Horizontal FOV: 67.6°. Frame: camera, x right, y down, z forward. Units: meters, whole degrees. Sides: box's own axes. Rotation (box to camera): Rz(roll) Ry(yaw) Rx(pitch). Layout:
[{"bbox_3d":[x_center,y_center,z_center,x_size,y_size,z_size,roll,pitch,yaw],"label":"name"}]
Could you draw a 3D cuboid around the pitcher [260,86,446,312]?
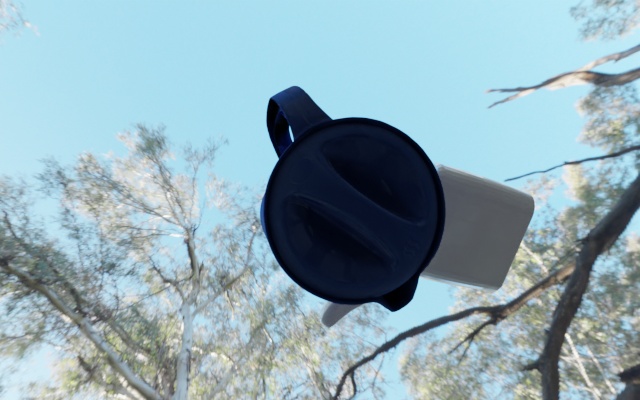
[{"bbox_3d":[0.000,0.002,0.447,0.145,0.149,0.243,15,-5,-11],"label":"pitcher"}]
